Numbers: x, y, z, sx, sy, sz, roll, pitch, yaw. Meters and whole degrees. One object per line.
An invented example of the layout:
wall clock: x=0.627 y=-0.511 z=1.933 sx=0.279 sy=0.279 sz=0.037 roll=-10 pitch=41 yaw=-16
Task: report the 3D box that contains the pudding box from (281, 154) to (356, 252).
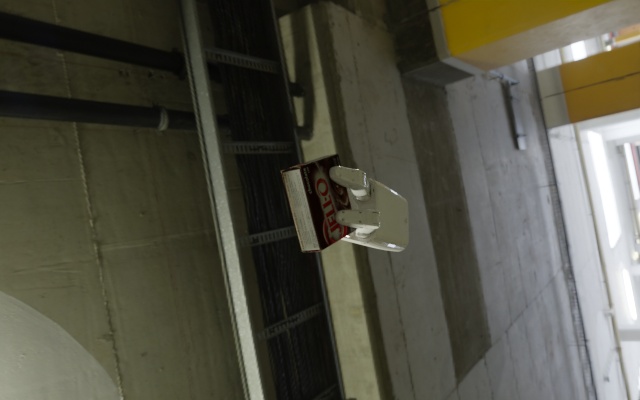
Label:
pudding box: x=0.000 y=0.002 z=0.633 sx=0.039 sy=0.113 sz=0.090 roll=-11 pitch=8 yaw=36
